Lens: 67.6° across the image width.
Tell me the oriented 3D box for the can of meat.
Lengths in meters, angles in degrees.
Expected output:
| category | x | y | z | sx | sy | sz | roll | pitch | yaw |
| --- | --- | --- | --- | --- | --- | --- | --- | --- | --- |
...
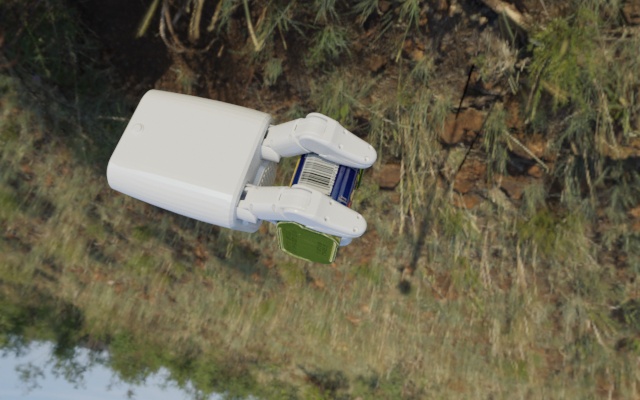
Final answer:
| category | x | y | z | sx | sy | sz | roll | pitch | yaw |
| --- | --- | --- | --- | --- | --- | --- | --- | --- | --- |
| can of meat | 0.000 | 0.002 | 0.407 | 0.057 | 0.084 | 0.102 | 16 | -21 | 4 |
